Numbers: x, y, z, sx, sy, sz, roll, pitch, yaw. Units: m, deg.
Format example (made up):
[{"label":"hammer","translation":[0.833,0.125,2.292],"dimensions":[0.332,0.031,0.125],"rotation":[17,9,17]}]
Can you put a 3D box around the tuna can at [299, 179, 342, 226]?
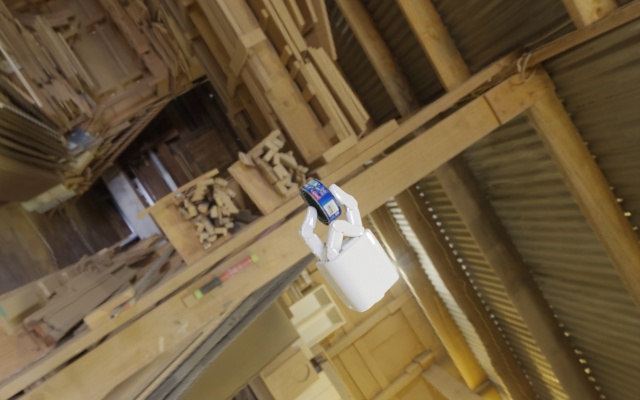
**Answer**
[{"label":"tuna can","translation":[0.001,0.002,0.877],"dimensions":[0.033,0.086,0.086],"rotation":[-38,10,-13]}]
